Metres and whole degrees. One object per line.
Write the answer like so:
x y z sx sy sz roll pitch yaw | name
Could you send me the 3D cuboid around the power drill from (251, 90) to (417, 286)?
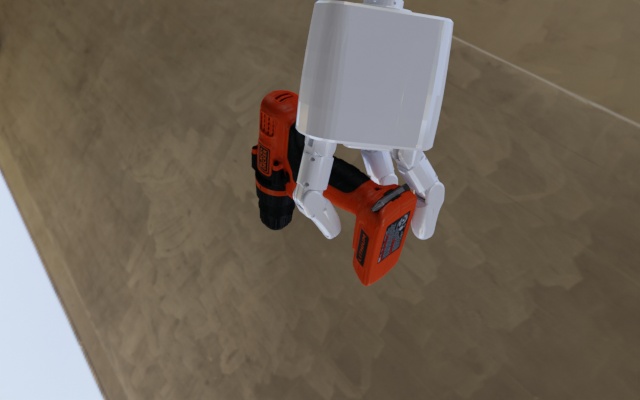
0.000 0.002 0.496 0.187 0.185 0.057 37 52 27 | power drill
